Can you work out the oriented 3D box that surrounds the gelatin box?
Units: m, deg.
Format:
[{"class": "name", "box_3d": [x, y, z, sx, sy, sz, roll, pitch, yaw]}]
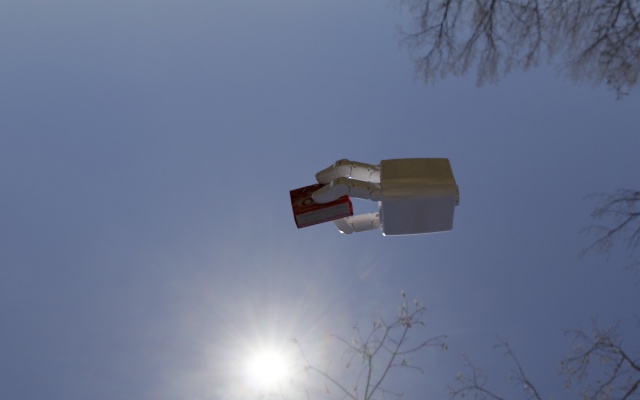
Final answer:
[{"class": "gelatin box", "box_3d": [0.000, 0.003, 0.734, 0.089, 0.030, 0.073, -15, 33, -1]}]
